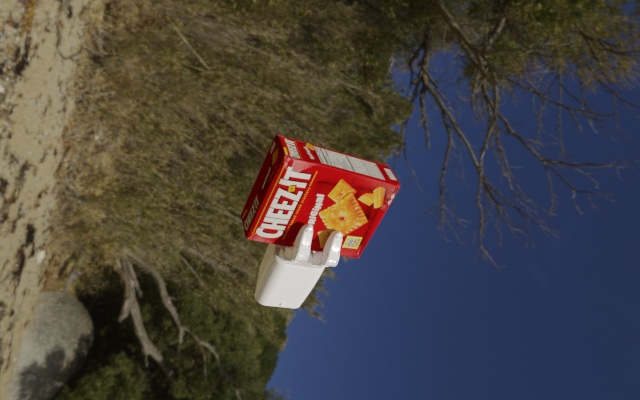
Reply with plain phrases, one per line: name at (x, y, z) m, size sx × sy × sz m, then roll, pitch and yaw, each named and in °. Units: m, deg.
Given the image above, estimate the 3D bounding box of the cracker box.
cracker box at (0.000, 0.002, 0.781) m, size 0.214 × 0.164 × 0.072 m, roll 12°, pitch 31°, yaw -27°
